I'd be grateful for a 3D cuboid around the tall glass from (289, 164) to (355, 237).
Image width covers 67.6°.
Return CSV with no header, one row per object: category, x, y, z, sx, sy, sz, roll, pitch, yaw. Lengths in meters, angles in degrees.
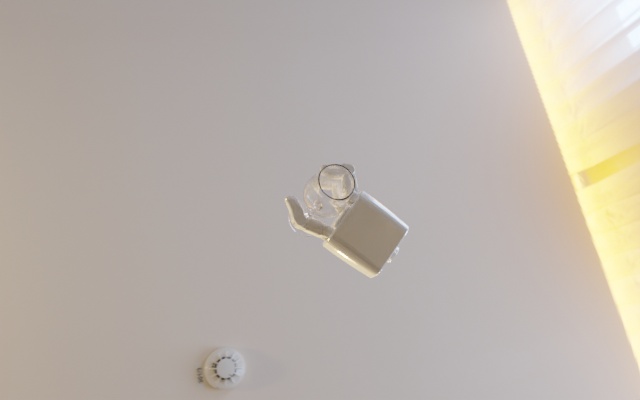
tall glass,0.000,0.003,0.844,0.079,0.079,0.201,0,-19,-16
